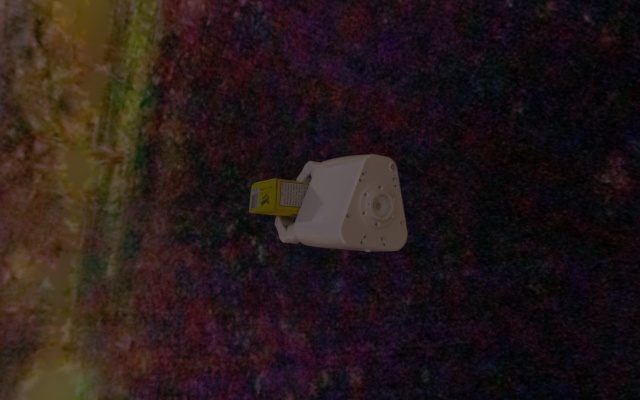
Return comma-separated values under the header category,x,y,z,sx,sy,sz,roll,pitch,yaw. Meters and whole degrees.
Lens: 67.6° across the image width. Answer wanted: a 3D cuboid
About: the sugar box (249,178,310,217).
category,x,y,z,sx,sy,sz,roll,pitch,yaw
sugar box,0.000,0.003,0.659,0.176,0.048,0.093,8,-6,-28
